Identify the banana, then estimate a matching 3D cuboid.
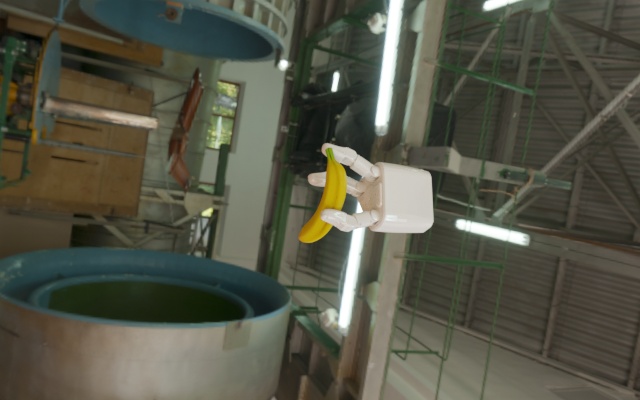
[{"bbox_3d":[0.007,0.011,0.814,0.037,0.198,0.069,3,36,-25],"label":"banana"}]
